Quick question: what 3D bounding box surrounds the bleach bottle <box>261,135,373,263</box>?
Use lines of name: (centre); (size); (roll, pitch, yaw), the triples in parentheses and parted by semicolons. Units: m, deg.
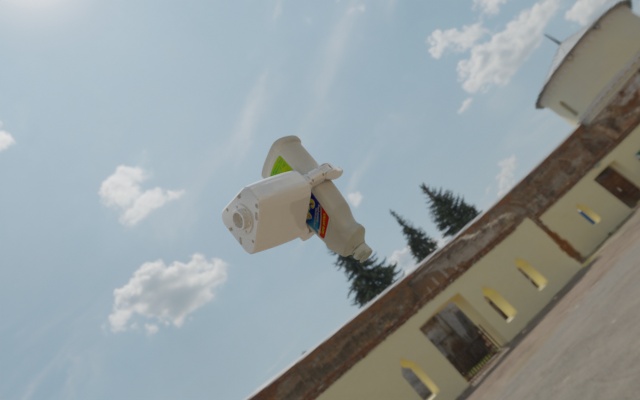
bleach bottle: (0.000, 0.003, 0.833); (0.068, 0.103, 0.250); (-20, 59, -43)
